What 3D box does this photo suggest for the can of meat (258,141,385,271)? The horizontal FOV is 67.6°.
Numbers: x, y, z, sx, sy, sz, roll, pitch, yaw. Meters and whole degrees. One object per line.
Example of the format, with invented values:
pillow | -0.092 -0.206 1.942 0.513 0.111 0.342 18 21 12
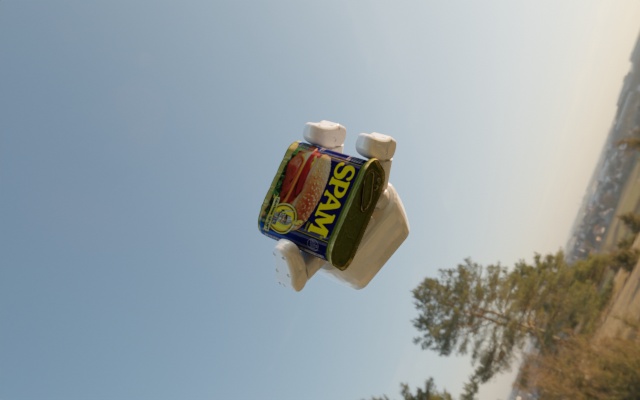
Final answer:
can of meat | 0.000 0.001 0.442 0.084 0.102 0.057 19 -11 26
